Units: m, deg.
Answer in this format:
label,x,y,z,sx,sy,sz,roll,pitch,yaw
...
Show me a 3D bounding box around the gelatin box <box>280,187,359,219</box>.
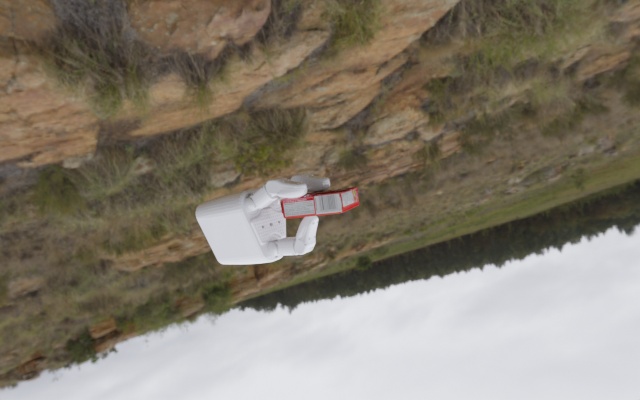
label,x,y,z,sx,sy,sz,roll,pitch,yaw
gelatin box,0.000,0.003,0.660,0.089,0.030,0.073,-6,4,23
